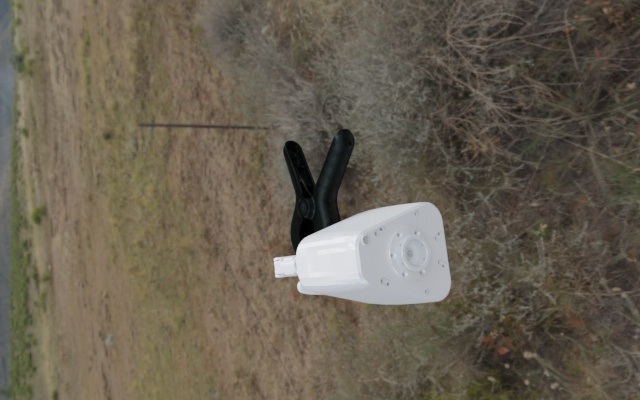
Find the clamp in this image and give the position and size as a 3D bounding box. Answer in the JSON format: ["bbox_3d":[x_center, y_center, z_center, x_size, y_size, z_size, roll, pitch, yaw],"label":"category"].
[{"bbox_3d":[0.000,0.002,0.539,0.039,0.171,0.120,-2,-8,-31],"label":"clamp"}]
